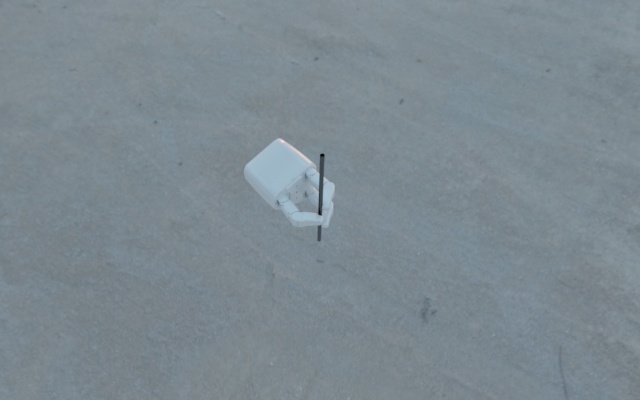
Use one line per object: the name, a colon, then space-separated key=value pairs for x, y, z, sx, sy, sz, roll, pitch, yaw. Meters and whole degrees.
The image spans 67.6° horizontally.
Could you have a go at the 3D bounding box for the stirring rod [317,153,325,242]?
stirring rod: x=0.000 y=0.003 z=0.872 sx=0.011 sy=0.011 sz=0.240 roll=0 pitch=-40 yaw=-2
